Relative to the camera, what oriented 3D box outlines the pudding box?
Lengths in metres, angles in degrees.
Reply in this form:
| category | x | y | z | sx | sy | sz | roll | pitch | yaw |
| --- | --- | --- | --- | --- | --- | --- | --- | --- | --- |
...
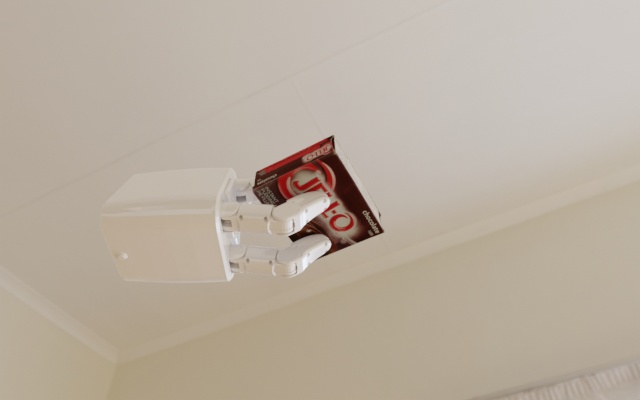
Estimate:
| category | x | y | z | sx | sy | sz | roll | pitch | yaw |
| --- | --- | --- | --- | --- | --- | --- | --- | --- | --- |
| pudding box | 0.000 | 0.001 | 0.479 | 0.090 | 0.113 | 0.039 | -23 | 36 | 18 |
